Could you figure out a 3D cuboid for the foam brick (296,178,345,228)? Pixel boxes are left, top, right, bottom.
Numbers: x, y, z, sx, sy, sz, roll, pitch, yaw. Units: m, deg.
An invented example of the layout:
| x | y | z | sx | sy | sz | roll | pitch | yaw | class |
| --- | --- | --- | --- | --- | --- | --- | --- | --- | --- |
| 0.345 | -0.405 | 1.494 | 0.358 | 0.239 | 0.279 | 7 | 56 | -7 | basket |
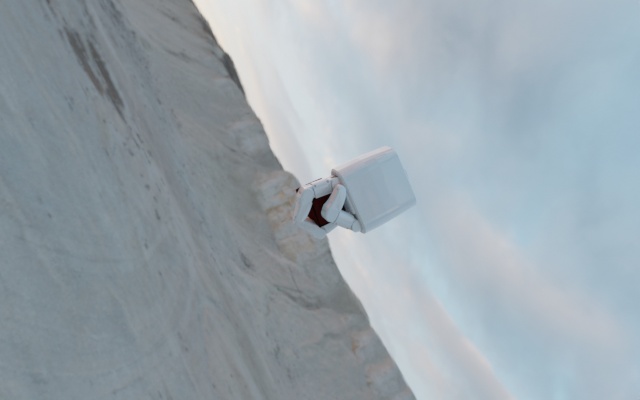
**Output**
| x | y | z | sx | sy | sz | roll | pitch | yaw | class |
| --- | --- | --- | --- | --- | --- | --- | --- | --- | --- |
| 0.000 | 0.003 | 0.811 | 0.051 | 0.053 | 0.078 | -26 | 25 | -12 | foam brick |
